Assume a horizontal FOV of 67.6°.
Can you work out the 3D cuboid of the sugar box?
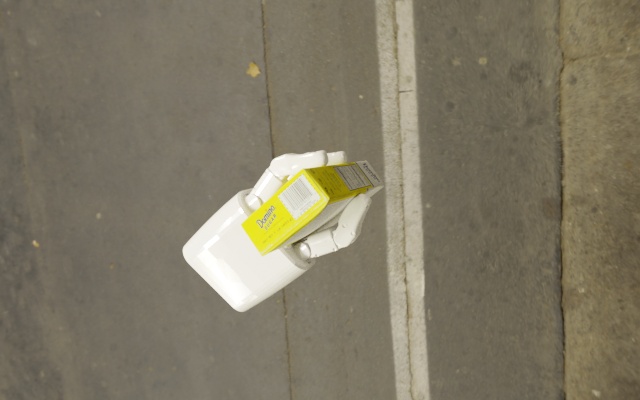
[{"bbox_3d":[0.000,0.001,0.521,0.093,0.048,0.176,-39,-7,23],"label":"sugar box"}]
